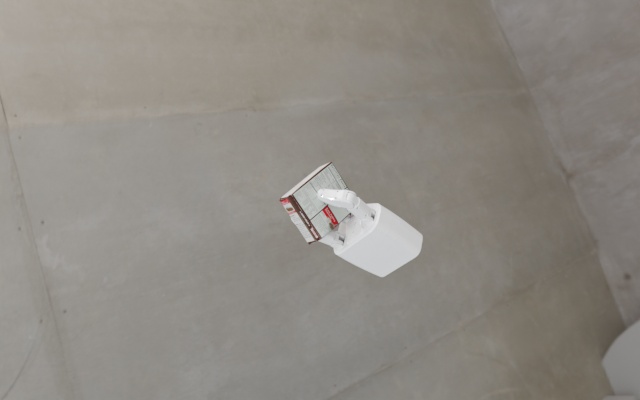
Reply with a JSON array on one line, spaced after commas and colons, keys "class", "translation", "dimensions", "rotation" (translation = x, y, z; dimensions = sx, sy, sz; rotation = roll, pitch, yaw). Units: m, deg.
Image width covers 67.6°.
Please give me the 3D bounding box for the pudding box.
[{"class": "pudding box", "translation": [0.000, 0.003, 0.775], "dimensions": [0.039, 0.090, 0.113], "rotation": [-24, 13, 48]}]
